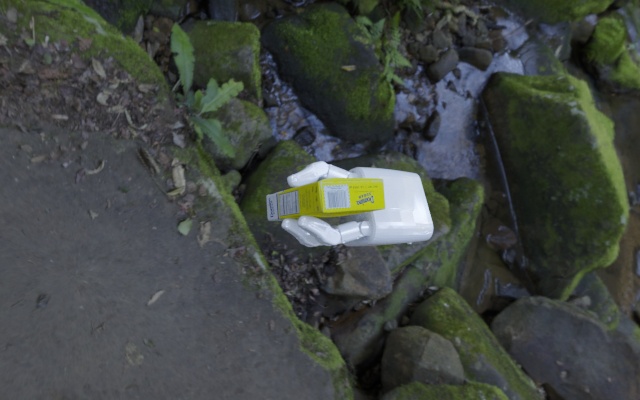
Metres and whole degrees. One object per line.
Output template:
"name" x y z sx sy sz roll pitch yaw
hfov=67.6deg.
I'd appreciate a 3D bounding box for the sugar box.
"sugar box" 0.000 0.003 0.654 0.093 0.048 0.176 -2 -7 -27
